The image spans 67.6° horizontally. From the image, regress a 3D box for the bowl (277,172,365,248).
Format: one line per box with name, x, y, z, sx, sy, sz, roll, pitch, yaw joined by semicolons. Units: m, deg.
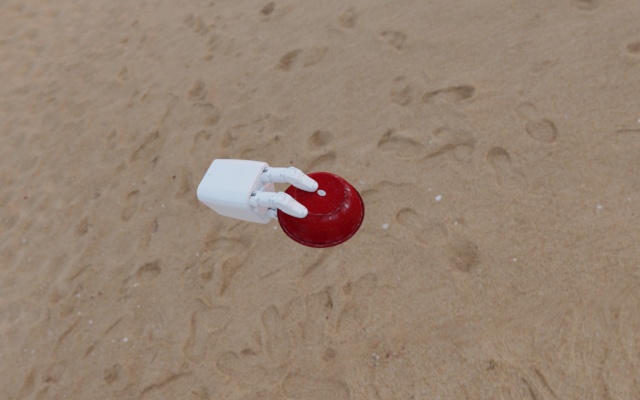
bowl;0.001;0.003;0.855;0.162;0.162;0.055;0;-35;1
